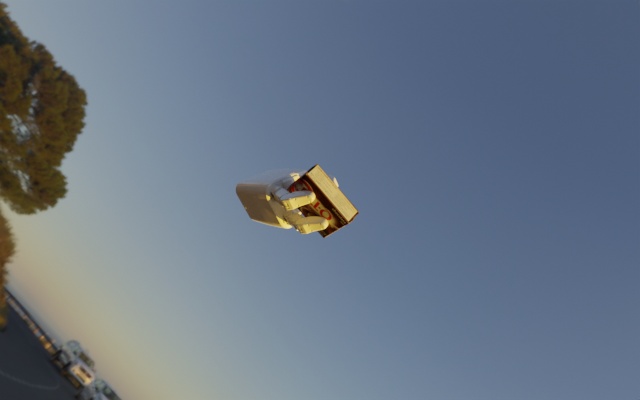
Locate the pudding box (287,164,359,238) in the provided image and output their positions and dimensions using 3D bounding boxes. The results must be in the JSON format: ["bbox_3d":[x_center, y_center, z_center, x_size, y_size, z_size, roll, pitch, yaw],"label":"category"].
[{"bbox_3d":[0.000,0.003,0.829,0.039,0.113,0.090,-46,6,-34],"label":"pudding box"}]
